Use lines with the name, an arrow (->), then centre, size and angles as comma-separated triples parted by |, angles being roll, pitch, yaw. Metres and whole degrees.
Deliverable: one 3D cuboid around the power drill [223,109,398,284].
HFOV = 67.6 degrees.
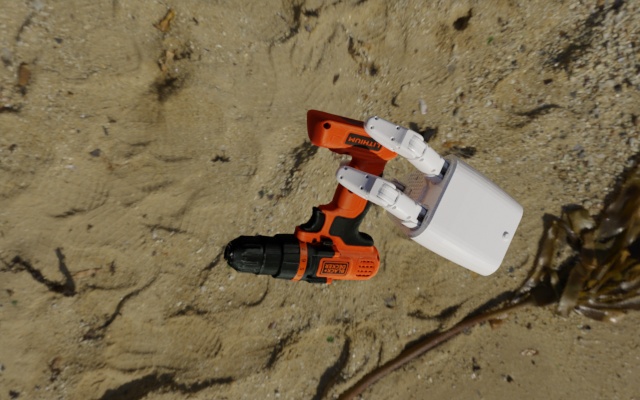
power drill -> 0.000, 0.001, 0.517 | 0.184, 0.188, 0.057 | 6, 21, -28
